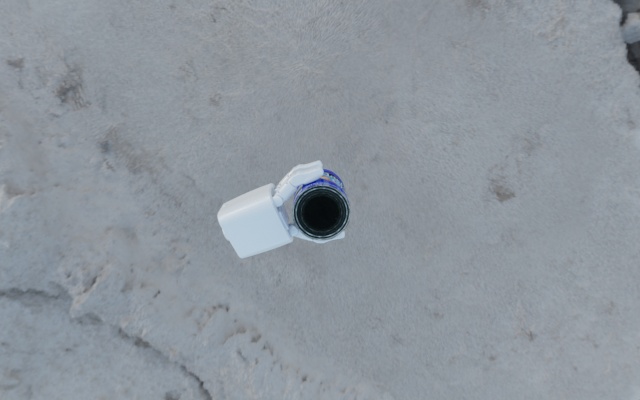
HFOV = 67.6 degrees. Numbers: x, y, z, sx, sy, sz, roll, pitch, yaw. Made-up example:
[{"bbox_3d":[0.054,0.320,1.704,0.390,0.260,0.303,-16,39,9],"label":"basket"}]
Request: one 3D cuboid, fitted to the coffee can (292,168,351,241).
[{"bbox_3d":[0.000,0.003,0.894,0.103,0.103,0.140,0,16,-2],"label":"coffee can"}]
